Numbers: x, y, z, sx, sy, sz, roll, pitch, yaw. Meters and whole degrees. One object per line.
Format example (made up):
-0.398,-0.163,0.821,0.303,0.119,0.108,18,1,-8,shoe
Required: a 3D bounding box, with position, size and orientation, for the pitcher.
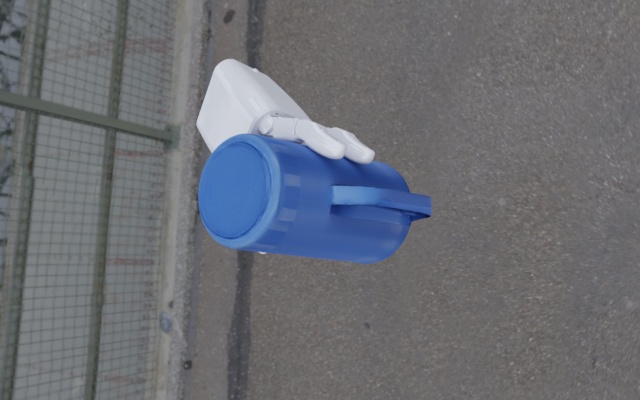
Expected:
0.000,0.002,0.522,0.243,0.149,0.145,10,36,-53,pitcher
